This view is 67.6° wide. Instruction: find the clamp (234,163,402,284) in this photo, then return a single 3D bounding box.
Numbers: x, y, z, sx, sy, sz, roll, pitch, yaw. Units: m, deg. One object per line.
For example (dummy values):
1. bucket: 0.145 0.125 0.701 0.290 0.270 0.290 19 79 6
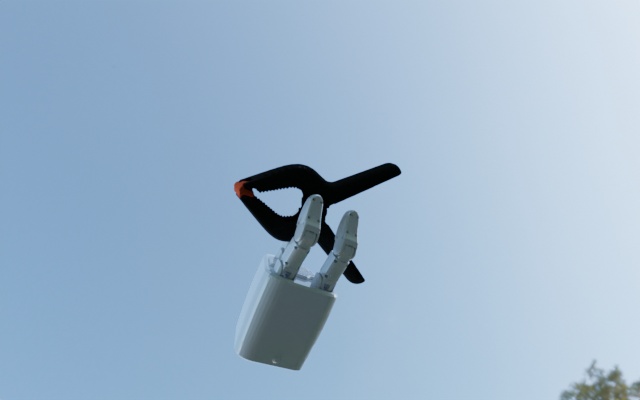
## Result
1. clamp: -0.001 0.002 0.585 0.210 0.164 0.036 23 2 -27
